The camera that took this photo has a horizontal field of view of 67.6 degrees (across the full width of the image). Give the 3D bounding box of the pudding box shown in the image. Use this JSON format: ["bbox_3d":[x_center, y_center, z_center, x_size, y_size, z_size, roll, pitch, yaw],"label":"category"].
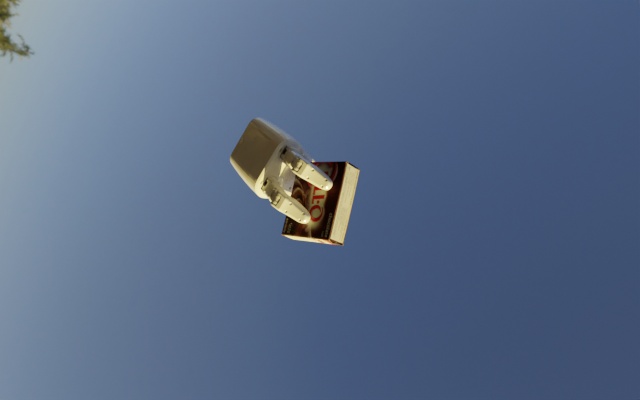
[{"bbox_3d":[0.000,0.002,0.666,0.090,0.113,0.039,2,-13,42],"label":"pudding box"}]
